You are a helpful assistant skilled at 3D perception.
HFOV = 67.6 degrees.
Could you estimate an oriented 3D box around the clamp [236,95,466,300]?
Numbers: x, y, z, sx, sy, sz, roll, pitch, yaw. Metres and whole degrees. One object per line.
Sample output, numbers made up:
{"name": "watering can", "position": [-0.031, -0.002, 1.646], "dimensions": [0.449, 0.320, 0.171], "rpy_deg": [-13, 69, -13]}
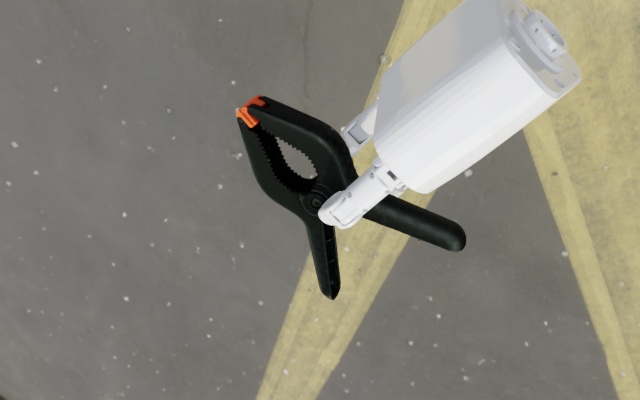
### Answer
{"name": "clamp", "position": [0.000, 0.001, 0.425], "dimensions": [0.165, 0.210, 0.036], "rpy_deg": [-39, 11, 40]}
